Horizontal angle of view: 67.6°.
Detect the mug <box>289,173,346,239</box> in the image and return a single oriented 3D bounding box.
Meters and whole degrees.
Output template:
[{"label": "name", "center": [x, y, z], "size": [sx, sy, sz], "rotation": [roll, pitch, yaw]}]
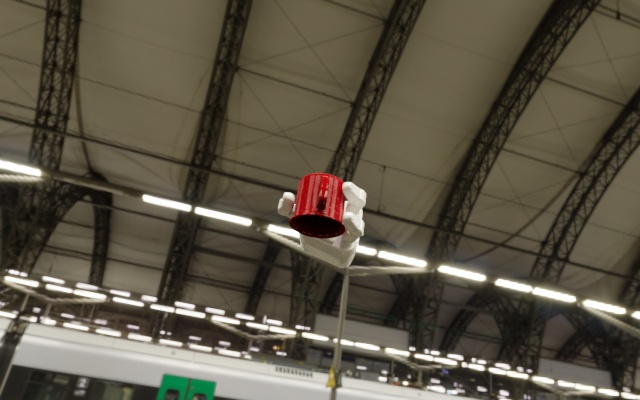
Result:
[{"label": "mug", "center": [0.000, 0.002, 0.783], "size": [0.093, 0.081, 0.117], "rotation": [8, -27, 0]}]
